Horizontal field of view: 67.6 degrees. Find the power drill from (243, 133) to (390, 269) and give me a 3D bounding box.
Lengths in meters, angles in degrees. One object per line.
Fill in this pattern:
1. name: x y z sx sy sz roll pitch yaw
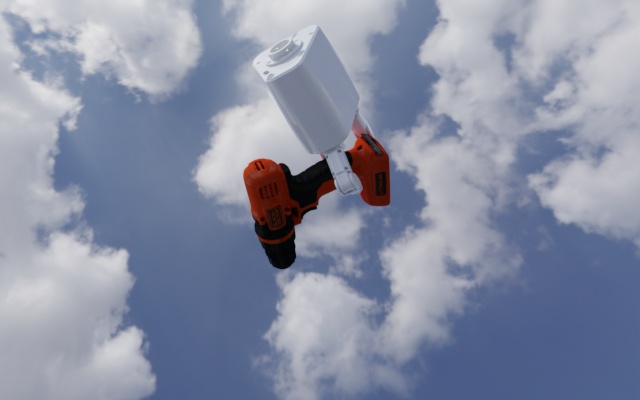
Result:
1. power drill: 0.000 0.002 0.633 0.187 0.185 0.057 -22 47 -14
